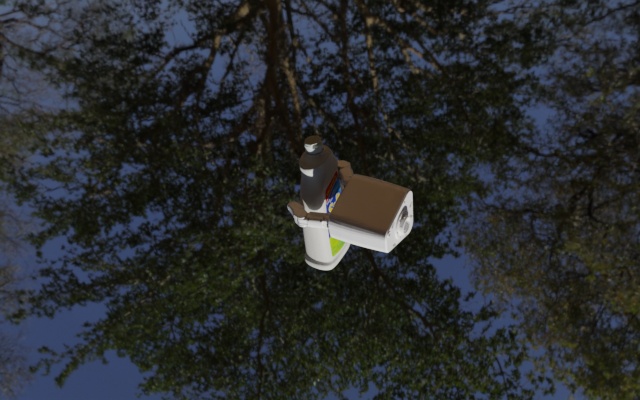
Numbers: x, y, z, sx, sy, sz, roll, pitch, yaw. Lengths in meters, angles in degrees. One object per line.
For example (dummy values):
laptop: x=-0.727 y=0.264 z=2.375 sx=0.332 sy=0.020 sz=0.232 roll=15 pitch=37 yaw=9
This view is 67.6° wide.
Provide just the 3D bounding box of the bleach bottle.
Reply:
bleach bottle: x=0.000 y=0.003 z=0.858 sx=0.068 sy=0.251 sz=0.102 roll=15 pitch=44 yaw=29
